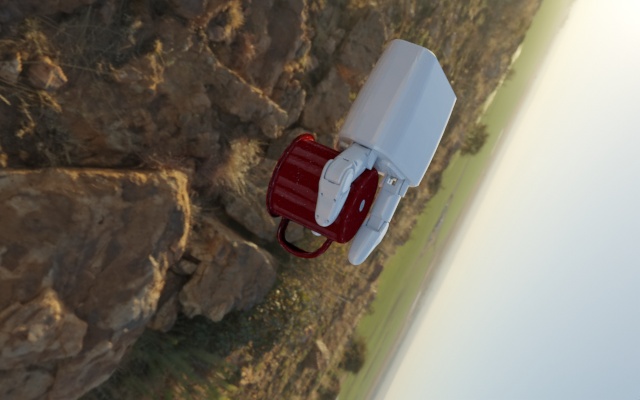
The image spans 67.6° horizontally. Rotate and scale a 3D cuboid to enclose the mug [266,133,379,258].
[{"bbox_3d":[0.000,0.003,0.471,0.081,0.117,0.093,25,-4,17],"label":"mug"}]
